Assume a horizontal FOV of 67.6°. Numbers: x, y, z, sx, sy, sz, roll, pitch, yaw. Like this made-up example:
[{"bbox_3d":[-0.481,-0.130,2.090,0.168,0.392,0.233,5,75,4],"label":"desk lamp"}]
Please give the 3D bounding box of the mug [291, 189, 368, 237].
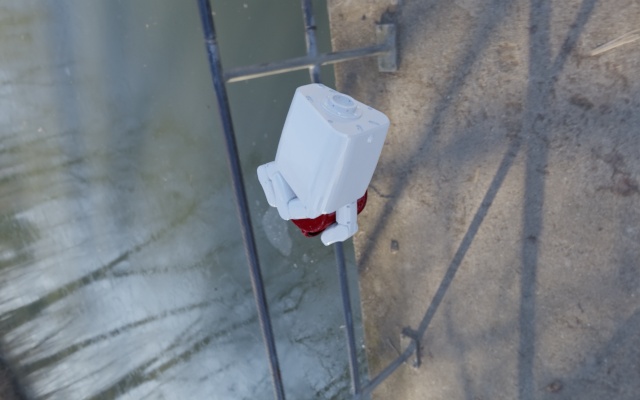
[{"bbox_3d":[0.000,0.003,0.655,0.093,0.117,0.081,38,40,26],"label":"mug"}]
